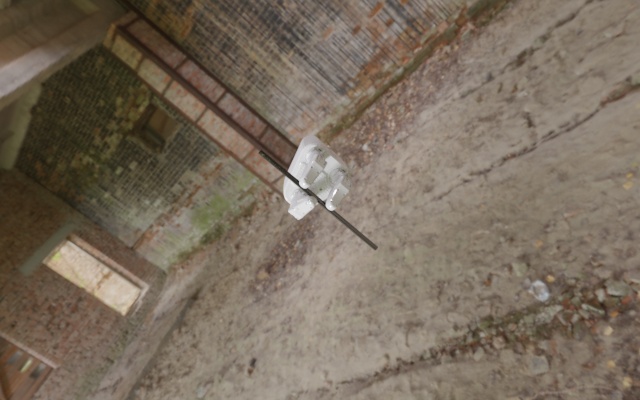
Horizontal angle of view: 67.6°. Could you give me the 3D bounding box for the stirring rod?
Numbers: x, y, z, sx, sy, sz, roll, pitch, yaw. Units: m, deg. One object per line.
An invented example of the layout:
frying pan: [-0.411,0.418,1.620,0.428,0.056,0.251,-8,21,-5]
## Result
stirring rod: [0.000,0.002,0.733,0.239,0.011,0.011,40,-12,-15]
